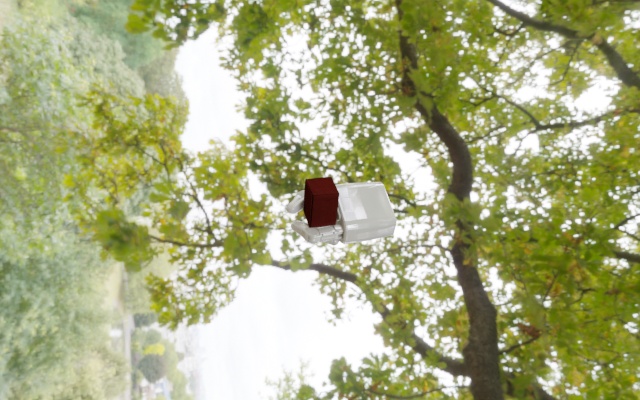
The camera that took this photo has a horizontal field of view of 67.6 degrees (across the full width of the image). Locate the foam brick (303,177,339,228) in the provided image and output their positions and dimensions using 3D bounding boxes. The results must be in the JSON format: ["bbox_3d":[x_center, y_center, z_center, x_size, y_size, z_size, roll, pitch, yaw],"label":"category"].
[{"bbox_3d":[0.000,0.003,0.874,0.051,0.078,0.053,-6,41,-14],"label":"foam brick"}]
